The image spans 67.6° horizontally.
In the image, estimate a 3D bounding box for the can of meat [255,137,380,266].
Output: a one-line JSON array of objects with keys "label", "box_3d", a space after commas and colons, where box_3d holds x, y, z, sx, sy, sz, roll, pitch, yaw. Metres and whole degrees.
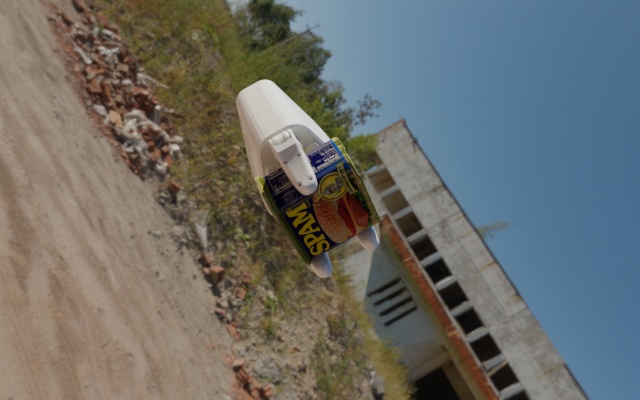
[{"label": "can of meat", "box_3d": [0.000, 0.001, 0.451, 0.084, 0.102, 0.057, -30, 43, -1]}]
